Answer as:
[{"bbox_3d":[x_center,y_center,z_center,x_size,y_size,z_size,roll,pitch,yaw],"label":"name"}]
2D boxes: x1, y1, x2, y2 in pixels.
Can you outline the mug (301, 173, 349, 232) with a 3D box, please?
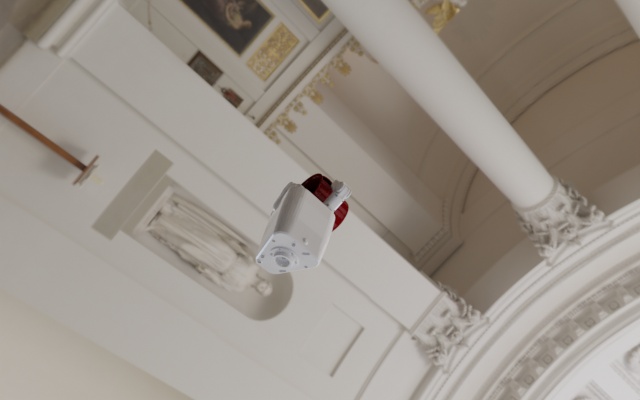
[{"bbox_3d":[0.001,0.002,0.888,0.081,0.117,0.093,42,-49,-21],"label":"mug"}]
